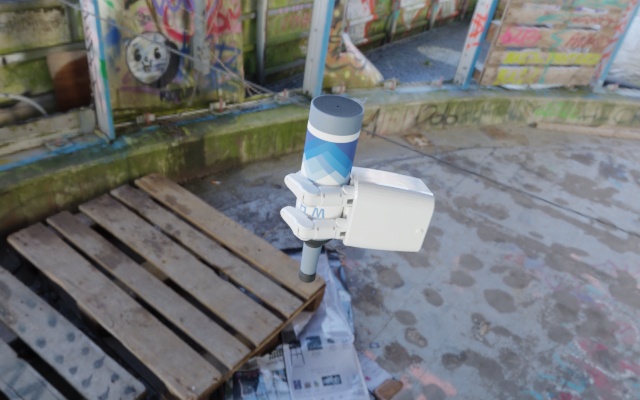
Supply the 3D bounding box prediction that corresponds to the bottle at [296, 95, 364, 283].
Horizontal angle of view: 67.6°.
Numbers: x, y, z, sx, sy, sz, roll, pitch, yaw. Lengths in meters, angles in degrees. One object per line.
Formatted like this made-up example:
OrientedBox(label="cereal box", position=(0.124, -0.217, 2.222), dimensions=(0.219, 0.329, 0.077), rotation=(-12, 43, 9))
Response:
OrientedBox(label="bottle", position=(0.000, 0.002, 0.672), dimensions=(0.069, 0.296, 0.069), rotation=(7, 35, -5))
